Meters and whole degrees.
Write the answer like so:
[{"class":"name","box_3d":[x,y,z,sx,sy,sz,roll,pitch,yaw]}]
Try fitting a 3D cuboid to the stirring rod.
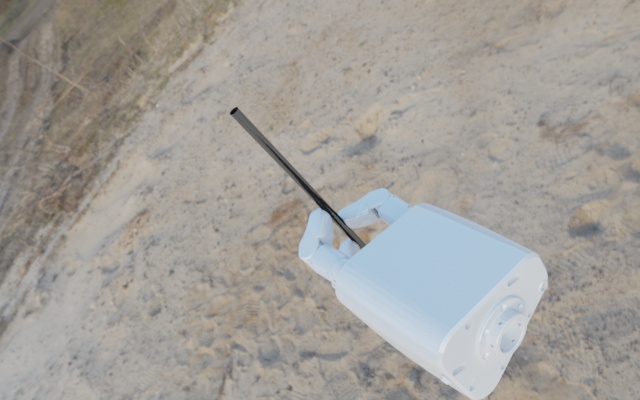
[{"class":"stirring rod","box_3d":[0.000,0.001,0.434,0.011,0.011,0.240,0,-35,41]}]
